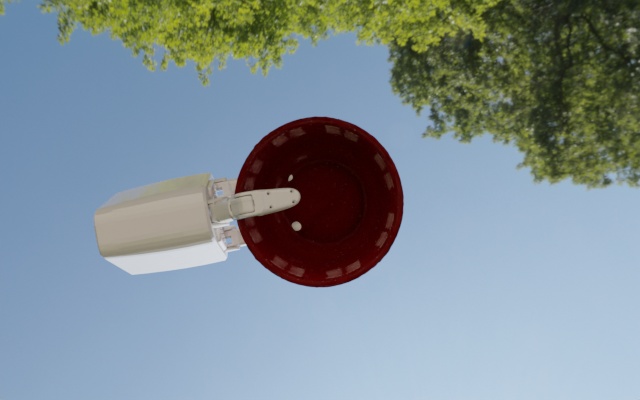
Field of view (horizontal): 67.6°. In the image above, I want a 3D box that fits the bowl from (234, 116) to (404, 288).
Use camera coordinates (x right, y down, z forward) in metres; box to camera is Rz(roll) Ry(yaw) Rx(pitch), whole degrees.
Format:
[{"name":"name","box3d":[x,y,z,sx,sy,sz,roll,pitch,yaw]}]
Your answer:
[{"name":"bowl","box3d":[0.001,0.002,0.475,0.162,0.162,0.055,0,0,8]}]
